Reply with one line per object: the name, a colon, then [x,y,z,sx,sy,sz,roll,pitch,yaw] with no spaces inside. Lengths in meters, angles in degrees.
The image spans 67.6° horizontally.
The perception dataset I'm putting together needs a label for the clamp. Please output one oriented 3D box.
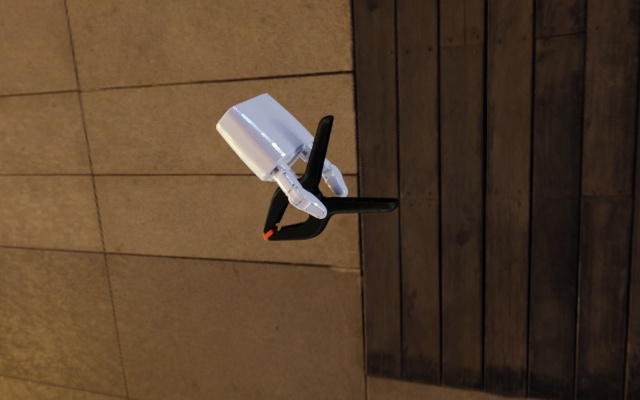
clamp: [-0.001,0.003,0.709,0.210,0.164,0.036,-45,-2,22]
